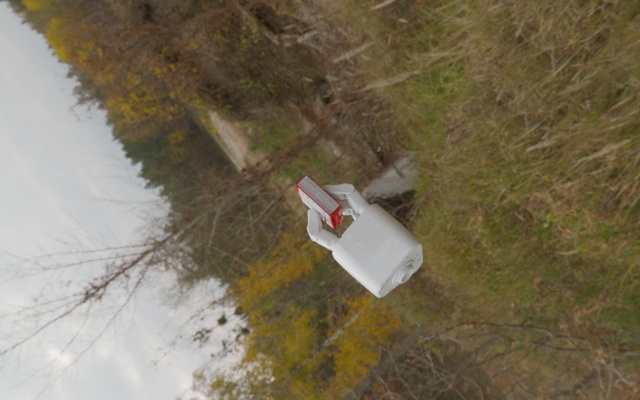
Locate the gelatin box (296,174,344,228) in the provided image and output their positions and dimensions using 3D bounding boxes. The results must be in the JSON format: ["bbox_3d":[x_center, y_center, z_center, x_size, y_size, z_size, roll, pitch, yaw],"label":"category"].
[{"bbox_3d":[0.000,0.003,0.842,0.089,0.030,0.073,41,-12,17],"label":"gelatin box"}]
